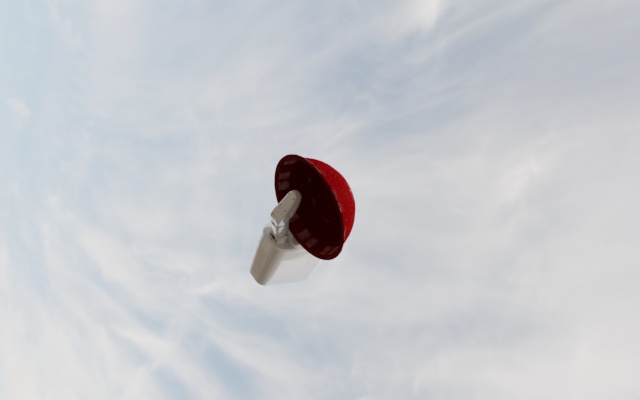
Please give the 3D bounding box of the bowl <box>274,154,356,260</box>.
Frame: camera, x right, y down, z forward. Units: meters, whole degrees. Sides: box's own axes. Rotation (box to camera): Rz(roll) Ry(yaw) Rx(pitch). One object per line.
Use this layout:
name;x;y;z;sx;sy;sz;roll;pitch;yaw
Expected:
bowl;0.001;0.002;0.687;0.055;0.162;0.162;-25;13;-30
